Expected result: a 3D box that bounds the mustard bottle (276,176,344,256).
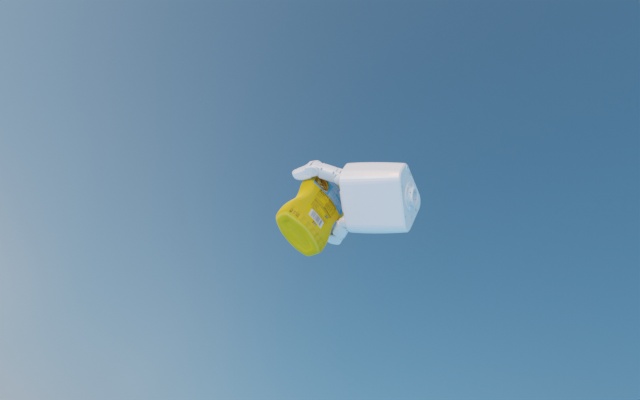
[{"bbox_3d":[0.000,0.003,0.846,0.058,0.096,0.191,-26,21,41],"label":"mustard bottle"}]
